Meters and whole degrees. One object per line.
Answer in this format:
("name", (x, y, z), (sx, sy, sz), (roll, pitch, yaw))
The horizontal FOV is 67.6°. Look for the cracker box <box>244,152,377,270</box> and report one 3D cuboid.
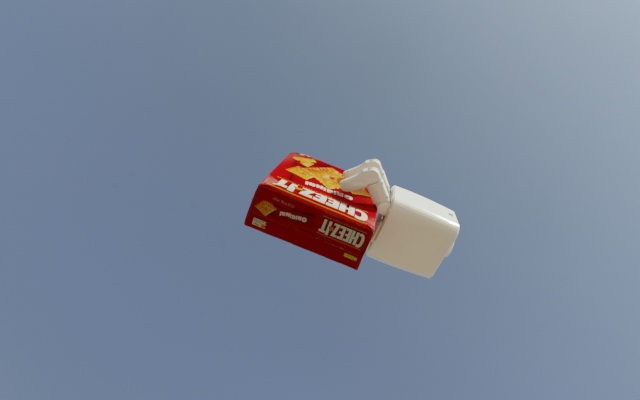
("cracker box", (0.000, 0.002, 0.716), (0.164, 0.072, 0.213), (21, 19, 2))
